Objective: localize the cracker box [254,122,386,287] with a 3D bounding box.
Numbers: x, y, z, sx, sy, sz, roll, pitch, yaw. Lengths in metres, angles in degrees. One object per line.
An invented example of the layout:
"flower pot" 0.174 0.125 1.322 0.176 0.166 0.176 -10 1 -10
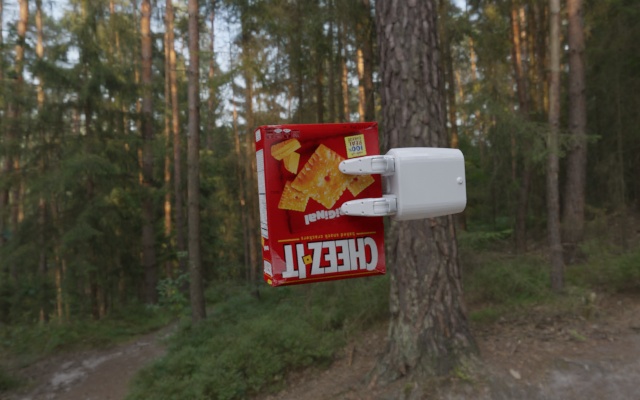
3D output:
"cracker box" 0.000 0.002 0.661 0.164 0.213 0.072 -4 1 -15
